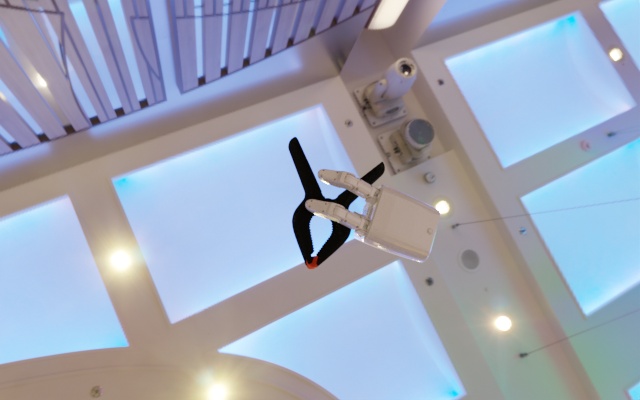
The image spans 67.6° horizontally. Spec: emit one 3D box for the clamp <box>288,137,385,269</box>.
[{"bbox_3d":[0.000,0.003,0.762,0.164,0.210,0.036,21,-19,-3],"label":"clamp"}]
